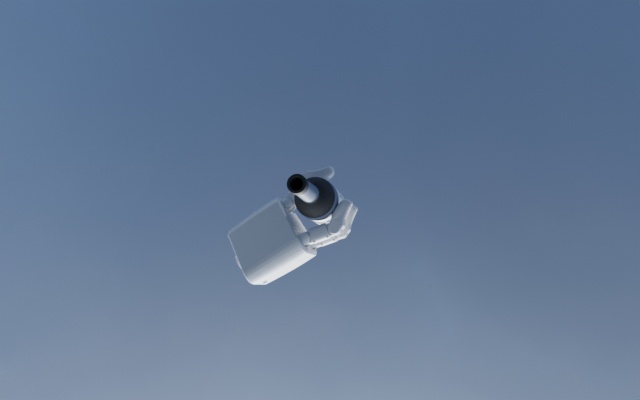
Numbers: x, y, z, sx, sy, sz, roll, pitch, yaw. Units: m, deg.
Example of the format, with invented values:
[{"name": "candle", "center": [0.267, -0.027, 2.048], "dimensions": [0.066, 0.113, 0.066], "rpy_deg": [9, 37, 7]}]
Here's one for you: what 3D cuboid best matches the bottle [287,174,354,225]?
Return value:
[{"name": "bottle", "center": [0.000, 0.003, 0.777], "dimensions": [0.069, 0.069, 0.296], "rpy_deg": [0, -10, 13]}]
